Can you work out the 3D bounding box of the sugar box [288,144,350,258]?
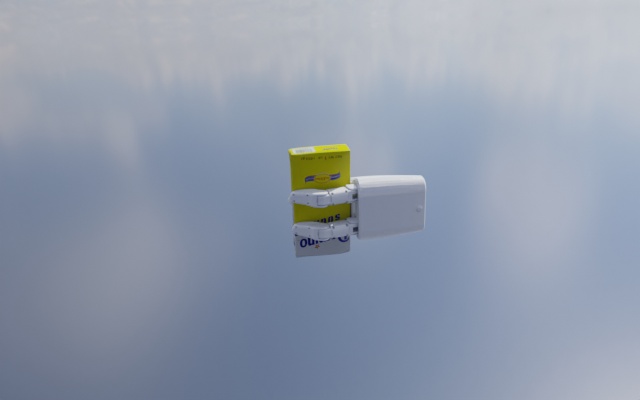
[{"bbox_3d":[0.000,0.003,0.760,0.093,0.176,0.048,-5,21,-7],"label":"sugar box"}]
